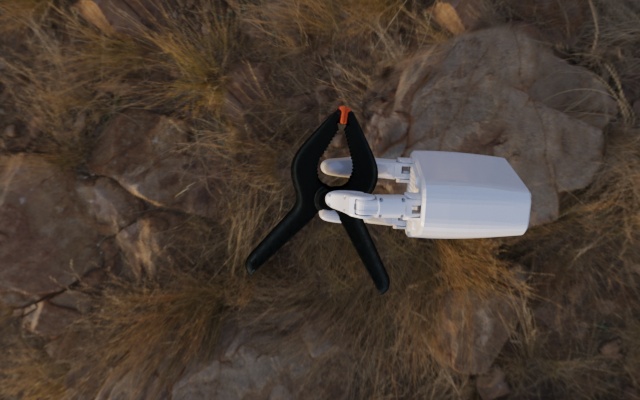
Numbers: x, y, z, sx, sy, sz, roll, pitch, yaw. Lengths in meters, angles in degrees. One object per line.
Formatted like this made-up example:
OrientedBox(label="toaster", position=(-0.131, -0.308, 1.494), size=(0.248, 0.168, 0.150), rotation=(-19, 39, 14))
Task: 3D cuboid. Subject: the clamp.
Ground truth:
OrientedBox(label="clamp", position=(0.000, 0.001, 0.524), size=(0.164, 0.210, 0.036), rotation=(2, 12, -1))
